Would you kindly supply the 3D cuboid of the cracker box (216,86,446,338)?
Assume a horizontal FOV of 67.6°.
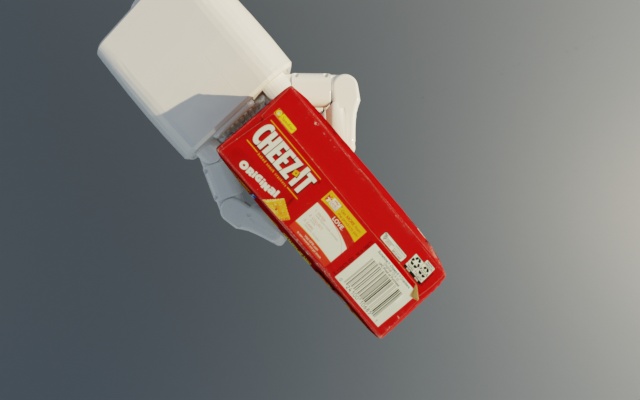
[{"bbox_3d":[0.000,0.001,0.404,0.072,0.164,0.213,-41,7,-2],"label":"cracker box"}]
